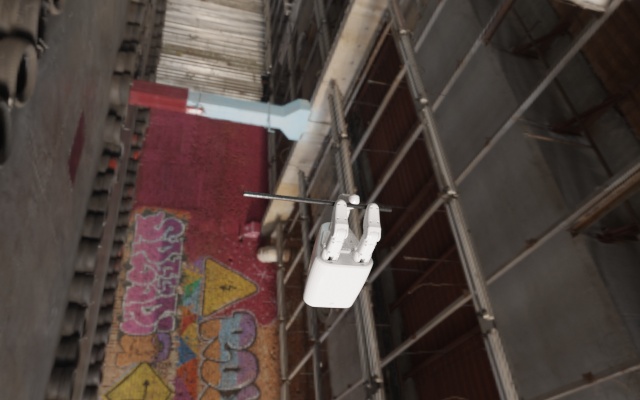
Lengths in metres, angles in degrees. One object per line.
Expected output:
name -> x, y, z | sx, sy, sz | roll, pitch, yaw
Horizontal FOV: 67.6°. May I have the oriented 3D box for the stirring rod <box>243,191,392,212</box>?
stirring rod -> 0.000, 0.002, 0.743 | 0.239, 0.011, 0.011 | 6, -2, -17
